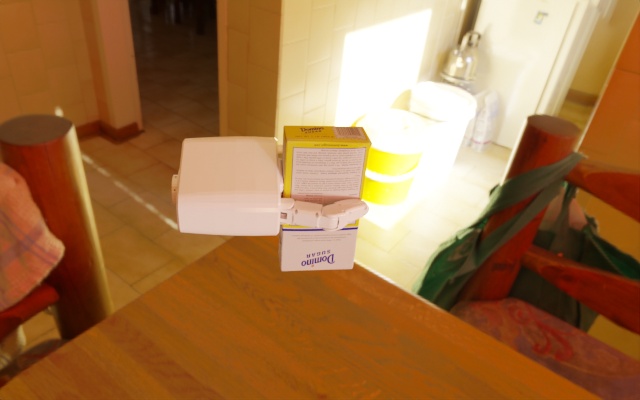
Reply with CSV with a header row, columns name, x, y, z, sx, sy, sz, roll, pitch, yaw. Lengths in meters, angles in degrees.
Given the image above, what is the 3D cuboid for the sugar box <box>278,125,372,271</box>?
name,x,y,z,sx,sy,sz,roll,pitch,yaw
sugar box,0.000,0.001,0.555,0.093,0.176,0.048,0,35,-10
